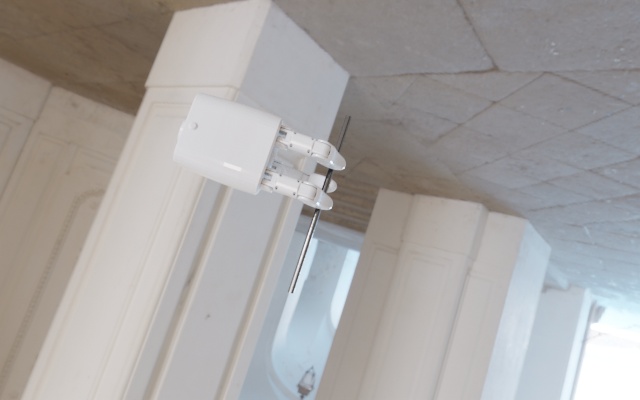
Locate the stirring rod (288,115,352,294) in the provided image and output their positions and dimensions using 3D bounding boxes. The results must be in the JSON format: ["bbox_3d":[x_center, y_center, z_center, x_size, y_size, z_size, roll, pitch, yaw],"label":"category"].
[{"bbox_3d":[0.000,0.002,0.612,0.011,0.239,0.011,18,-9,3],"label":"stirring rod"}]
